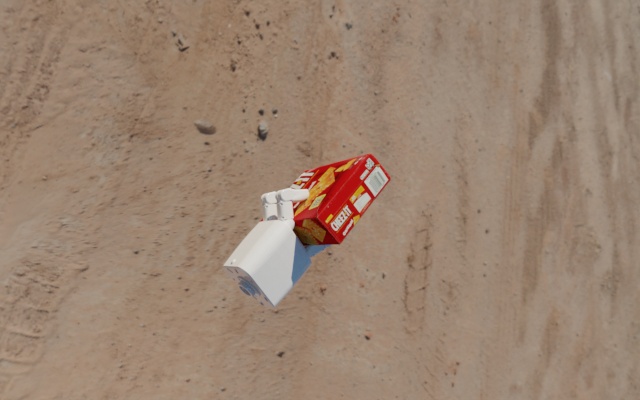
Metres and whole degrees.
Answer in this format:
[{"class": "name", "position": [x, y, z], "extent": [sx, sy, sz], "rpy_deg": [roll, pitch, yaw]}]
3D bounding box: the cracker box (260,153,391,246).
[{"class": "cracker box", "position": [0.000, 0.003, 0.867], "extent": [0.164, 0.072, 0.214], "rpy_deg": [-50, 22, -27]}]
